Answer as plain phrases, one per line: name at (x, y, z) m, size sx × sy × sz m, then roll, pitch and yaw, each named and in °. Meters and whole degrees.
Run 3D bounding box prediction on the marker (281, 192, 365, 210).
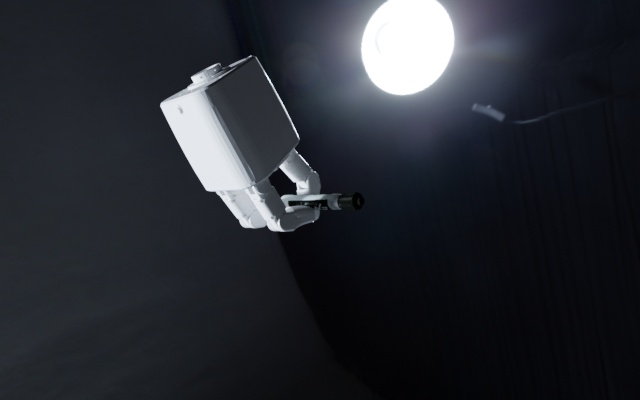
marker at (0.000, 0.002, 0.536) m, size 0.121 × 0.020 × 0.020 m, roll -1°, pitch -1°, yaw 45°
